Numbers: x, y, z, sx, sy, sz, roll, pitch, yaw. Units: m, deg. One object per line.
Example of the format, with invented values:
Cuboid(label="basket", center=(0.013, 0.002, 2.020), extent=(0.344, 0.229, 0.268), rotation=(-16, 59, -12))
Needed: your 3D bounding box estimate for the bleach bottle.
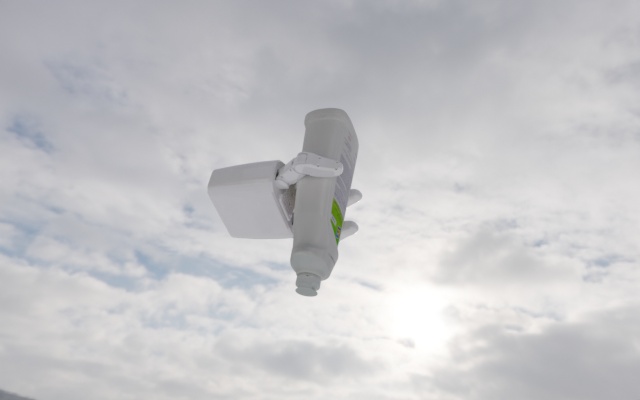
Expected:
Cuboid(label="bleach bottle", center=(0.000, 0.002, 0.637), extent=(0.068, 0.250, 0.103), rotation=(-3, -35, 21))
